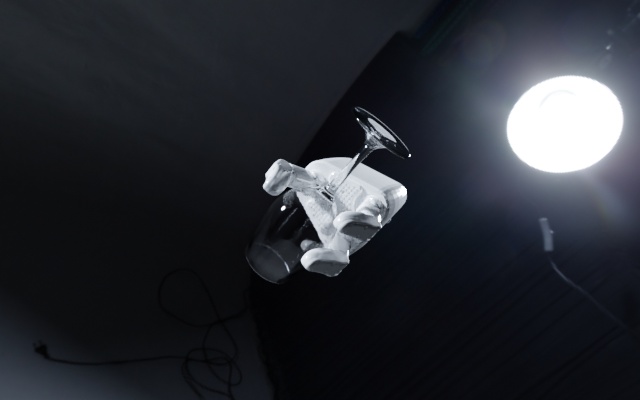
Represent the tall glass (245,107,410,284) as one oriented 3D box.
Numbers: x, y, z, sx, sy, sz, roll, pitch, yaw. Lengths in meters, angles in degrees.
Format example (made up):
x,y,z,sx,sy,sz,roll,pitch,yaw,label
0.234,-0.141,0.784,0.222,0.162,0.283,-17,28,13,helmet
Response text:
x,y,z,sx,sy,sz,roll,pitch,yaw,label
0.000,0.001,0.507,0.201,0.079,0.079,-49,-24,22,tall glass
